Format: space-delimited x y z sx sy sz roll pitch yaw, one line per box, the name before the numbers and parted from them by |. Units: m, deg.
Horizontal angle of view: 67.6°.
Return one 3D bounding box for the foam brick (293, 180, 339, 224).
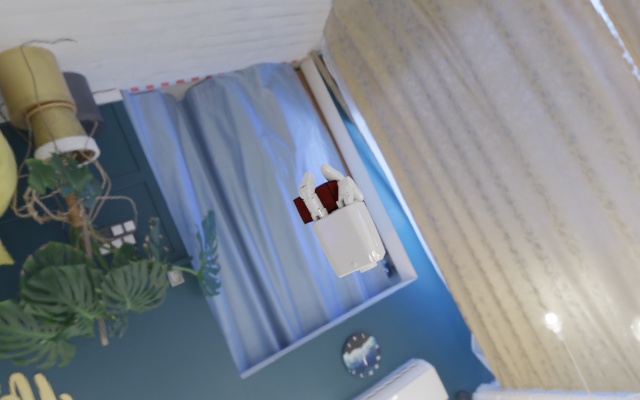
foam brick | 0.000 0.003 0.871 0.078 0.051 0.053 -28 -4 26
